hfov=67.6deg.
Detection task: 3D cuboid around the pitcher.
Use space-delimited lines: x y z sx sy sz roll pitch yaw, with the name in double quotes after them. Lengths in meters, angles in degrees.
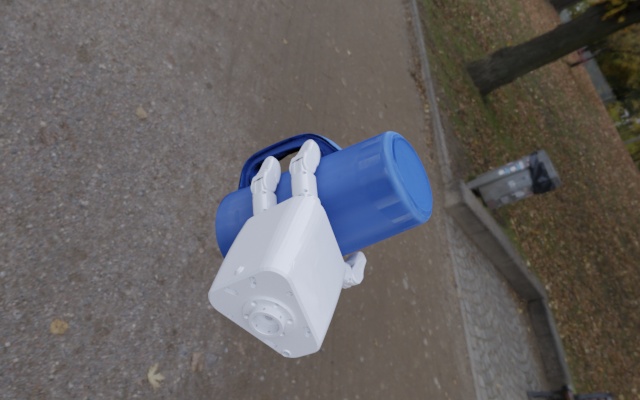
0.000 0.002 0.575 0.243 0.149 0.145 -23 26 29 "pitcher"
